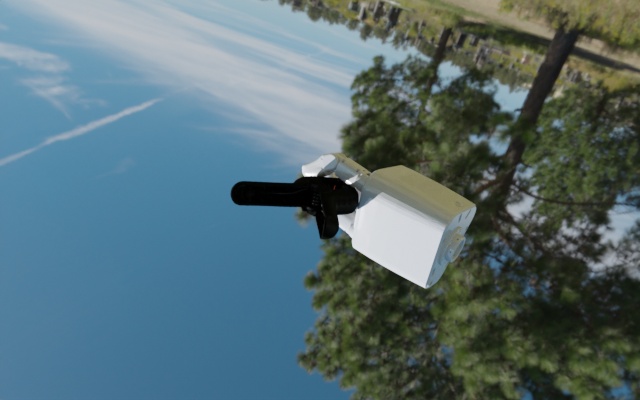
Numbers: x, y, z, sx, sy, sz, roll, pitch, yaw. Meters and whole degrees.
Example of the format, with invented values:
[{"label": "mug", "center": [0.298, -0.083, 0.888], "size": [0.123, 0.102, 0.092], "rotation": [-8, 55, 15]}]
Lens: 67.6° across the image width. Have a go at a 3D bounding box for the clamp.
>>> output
[{"label": "clamp", "center": [0.000, 0.002, 0.522], "size": [0.120, 0.039, 0.171], "rotation": [30, 25, 29]}]
